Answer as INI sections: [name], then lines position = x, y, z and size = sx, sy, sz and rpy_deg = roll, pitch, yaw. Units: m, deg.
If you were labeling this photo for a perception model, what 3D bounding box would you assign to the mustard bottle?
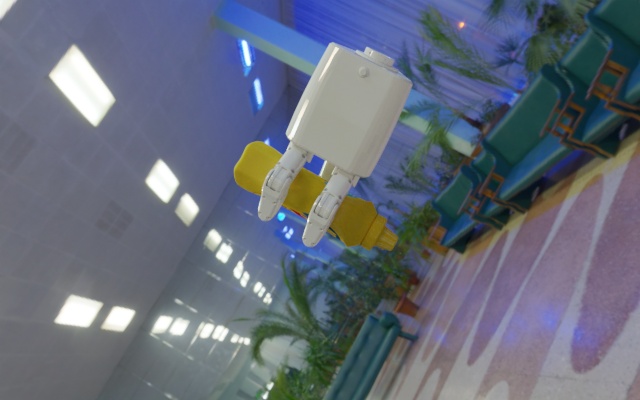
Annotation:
[mustard bottle]
position = 0.000, 0.002, 0.542
size = 0.191, 0.058, 0.096
rpy_deg = 29, -4, 7
